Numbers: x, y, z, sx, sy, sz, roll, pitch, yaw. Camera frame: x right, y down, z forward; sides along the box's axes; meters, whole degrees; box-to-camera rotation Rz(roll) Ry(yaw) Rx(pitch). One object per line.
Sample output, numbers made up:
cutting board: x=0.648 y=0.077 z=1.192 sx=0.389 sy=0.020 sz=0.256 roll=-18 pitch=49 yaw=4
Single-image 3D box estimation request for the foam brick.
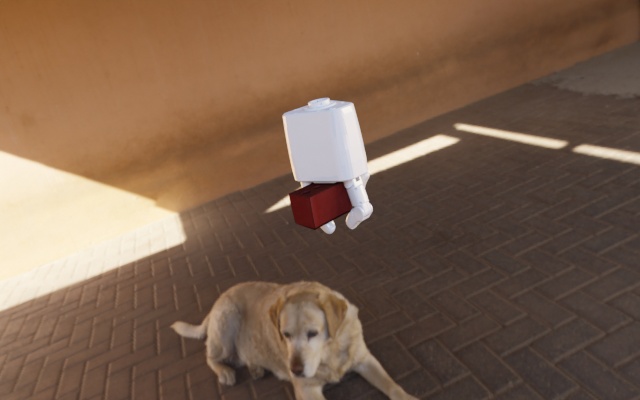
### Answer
foam brick: x=0.000 y=0.003 z=0.723 sx=0.078 sy=0.051 sz=0.053 roll=-26 pitch=24 yaw=-34
